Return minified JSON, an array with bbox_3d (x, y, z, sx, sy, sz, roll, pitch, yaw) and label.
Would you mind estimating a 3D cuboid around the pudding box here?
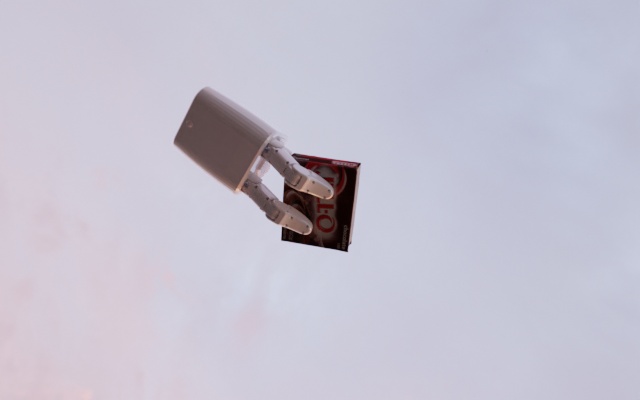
[{"bbox_3d":[0.000,0.002,0.603,0.090,0.113,0.039,9,21,13],"label":"pudding box"}]
